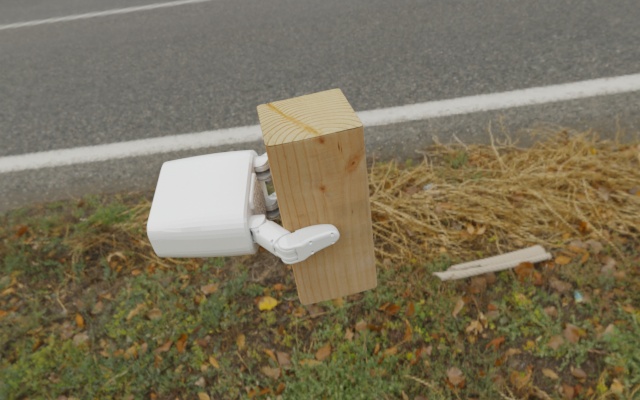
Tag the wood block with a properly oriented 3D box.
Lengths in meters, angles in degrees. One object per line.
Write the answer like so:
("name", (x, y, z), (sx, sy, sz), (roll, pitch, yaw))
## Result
("wood block", (0.000, 0.002, 0.509), (0.090, 0.206, 0.090), (-13, 36, -5))
